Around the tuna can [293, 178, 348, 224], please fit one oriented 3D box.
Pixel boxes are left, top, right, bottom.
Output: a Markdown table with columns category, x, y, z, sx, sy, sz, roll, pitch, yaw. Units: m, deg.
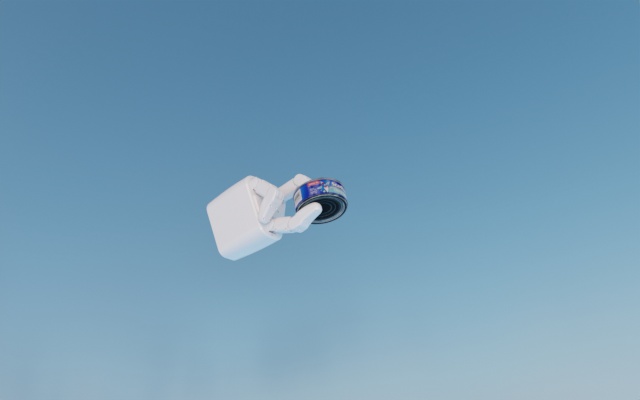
| category | x | y | z | sx | sy | sz | roll | pitch | yaw |
| --- | --- | --- | --- | --- | --- | --- | --- | --- | --- |
| tuna can | 0.000 | 0.003 | 0.768 | 0.086 | 0.033 | 0.086 | -8 | -35 | -5 |
